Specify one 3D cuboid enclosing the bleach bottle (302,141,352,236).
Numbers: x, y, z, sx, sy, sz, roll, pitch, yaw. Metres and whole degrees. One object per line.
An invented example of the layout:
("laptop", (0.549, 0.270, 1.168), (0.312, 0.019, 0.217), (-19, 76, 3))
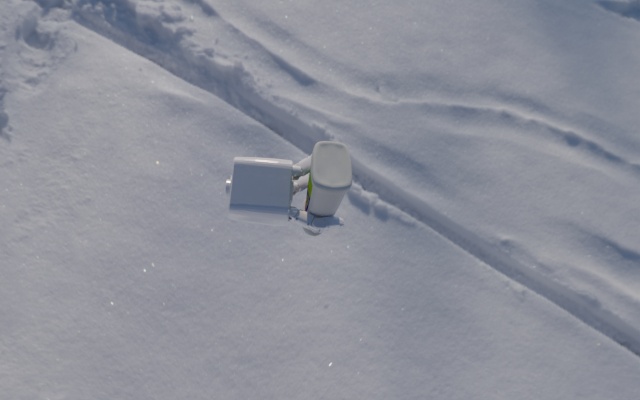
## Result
("bleach bottle", (0.000, 0.003, 0.885), (0.068, 0.102, 0.251), (4, -32, -8))
